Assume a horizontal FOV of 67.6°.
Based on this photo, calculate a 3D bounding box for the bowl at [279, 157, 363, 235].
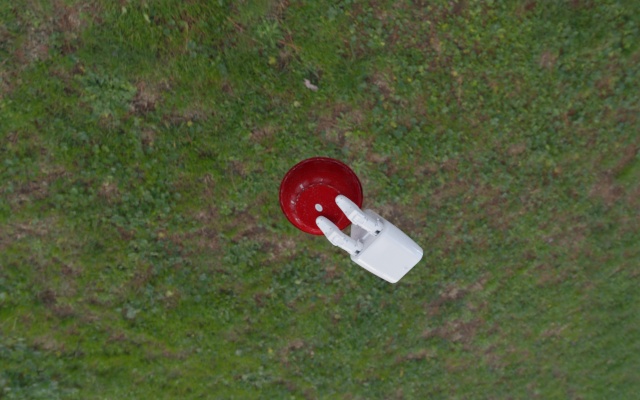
[{"bbox_3d":[-0.001,0.003,0.888,0.162,0.162,0.055,0,22,2],"label":"bowl"}]
